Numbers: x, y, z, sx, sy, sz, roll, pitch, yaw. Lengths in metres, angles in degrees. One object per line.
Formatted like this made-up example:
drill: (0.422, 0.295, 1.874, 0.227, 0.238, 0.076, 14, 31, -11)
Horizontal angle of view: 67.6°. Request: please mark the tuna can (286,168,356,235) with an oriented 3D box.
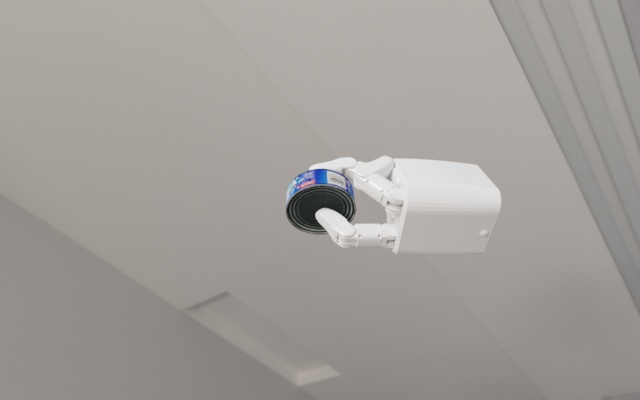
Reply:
tuna can: (0.000, 0.002, 0.591, 0.086, 0.086, 0.033, -2, 44, -2)
